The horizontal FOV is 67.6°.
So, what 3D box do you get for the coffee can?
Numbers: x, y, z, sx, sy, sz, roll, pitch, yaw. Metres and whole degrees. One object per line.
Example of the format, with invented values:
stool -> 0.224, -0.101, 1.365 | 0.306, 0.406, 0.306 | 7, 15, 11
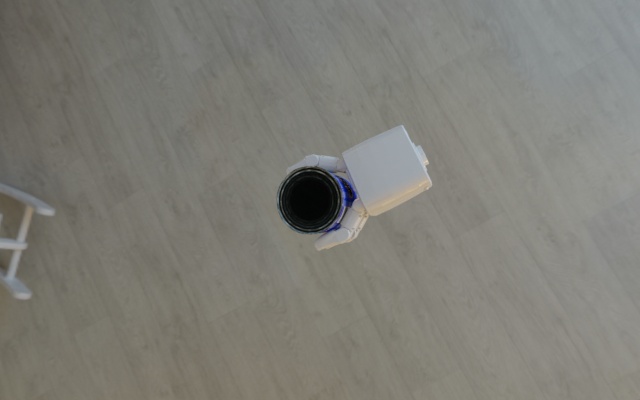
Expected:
coffee can -> 0.000, 0.003, 0.771 | 0.103, 0.103, 0.140 | 0, -2, 14
